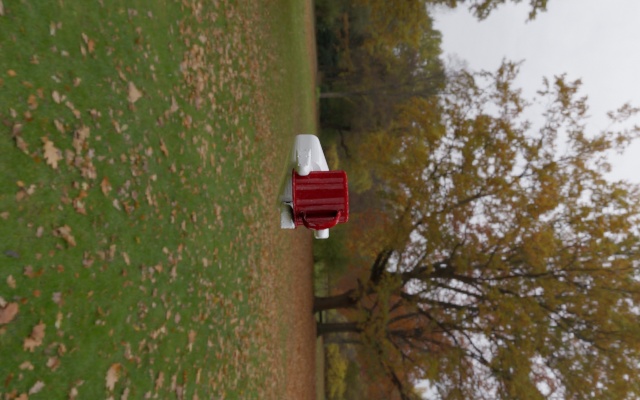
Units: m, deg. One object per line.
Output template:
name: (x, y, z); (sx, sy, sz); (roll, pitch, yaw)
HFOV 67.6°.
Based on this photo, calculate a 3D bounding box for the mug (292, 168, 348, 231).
mug: (0.000, 0.003, 0.721); (0.081, 0.093, 0.117); (-2, 35, 0)
